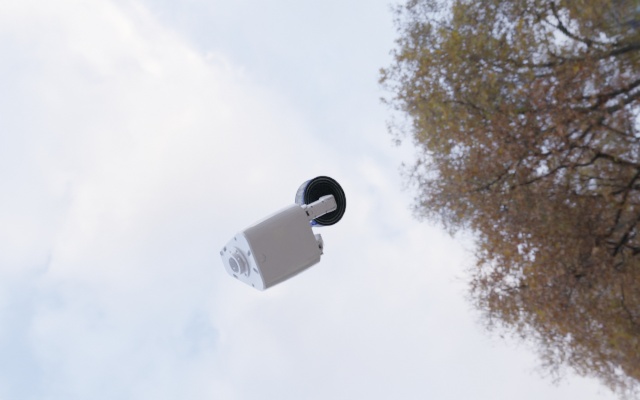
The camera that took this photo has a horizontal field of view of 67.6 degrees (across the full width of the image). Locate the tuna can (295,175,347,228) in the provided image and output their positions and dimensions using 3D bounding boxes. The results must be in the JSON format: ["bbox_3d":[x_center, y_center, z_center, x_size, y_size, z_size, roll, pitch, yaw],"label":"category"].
[{"bbox_3d":[0.000,0.003,0.805,0.086,0.086,0.034,0,-9,-33],"label":"tuna can"}]
